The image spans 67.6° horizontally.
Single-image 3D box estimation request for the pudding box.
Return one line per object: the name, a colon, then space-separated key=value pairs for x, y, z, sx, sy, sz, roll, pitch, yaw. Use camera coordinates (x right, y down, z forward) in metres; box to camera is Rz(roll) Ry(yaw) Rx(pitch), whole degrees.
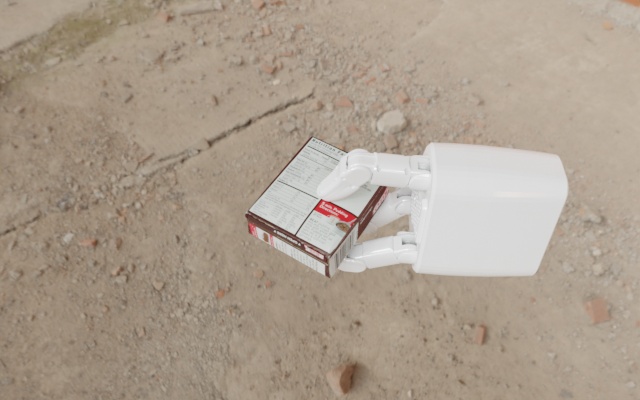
pudding box: x=0.000 y=0.001 z=0.438 sx=0.090 sy=0.113 sz=0.039 roll=26 pitch=-34 yaw=19
